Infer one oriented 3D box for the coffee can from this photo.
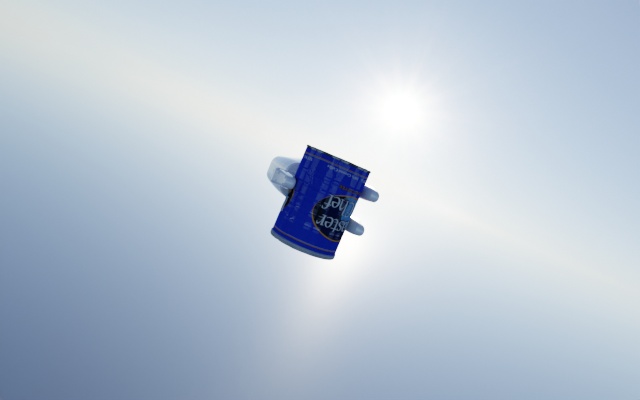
[{"bbox_3d":[0.000,0.002,0.699,0.103,0.140,0.103,23,5,-2],"label":"coffee can"}]
